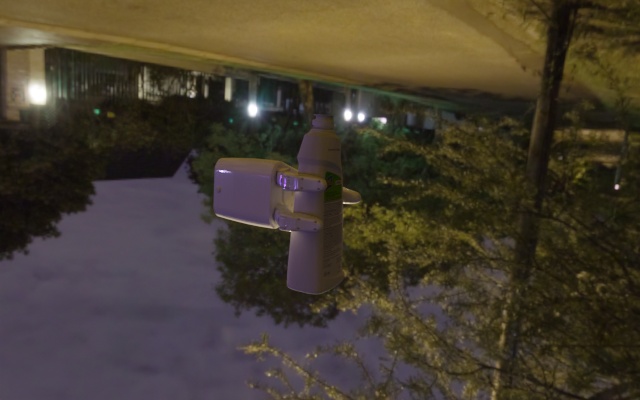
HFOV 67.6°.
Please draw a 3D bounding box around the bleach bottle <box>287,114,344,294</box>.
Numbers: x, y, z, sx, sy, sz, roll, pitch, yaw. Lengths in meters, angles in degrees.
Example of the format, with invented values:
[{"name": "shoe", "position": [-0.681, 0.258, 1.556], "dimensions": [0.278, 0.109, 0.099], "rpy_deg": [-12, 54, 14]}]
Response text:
[{"name": "bleach bottle", "position": [0.000, 0.002, 0.698], "dimensions": [0.068, 0.251, 0.102], "rpy_deg": [8, 10, 24]}]
